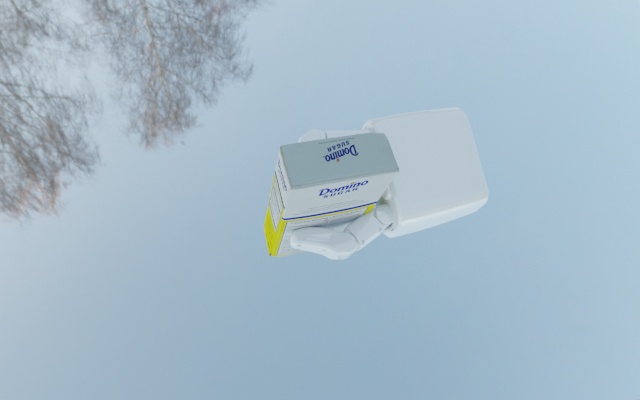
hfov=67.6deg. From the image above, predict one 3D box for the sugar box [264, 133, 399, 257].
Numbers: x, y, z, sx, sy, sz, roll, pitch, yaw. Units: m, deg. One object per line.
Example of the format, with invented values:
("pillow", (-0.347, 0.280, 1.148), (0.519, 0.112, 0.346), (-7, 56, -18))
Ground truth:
("sugar box", (0.000, 0.001, 0.452), (0.093, 0.048, 0.176), (-10, -24, -16))
